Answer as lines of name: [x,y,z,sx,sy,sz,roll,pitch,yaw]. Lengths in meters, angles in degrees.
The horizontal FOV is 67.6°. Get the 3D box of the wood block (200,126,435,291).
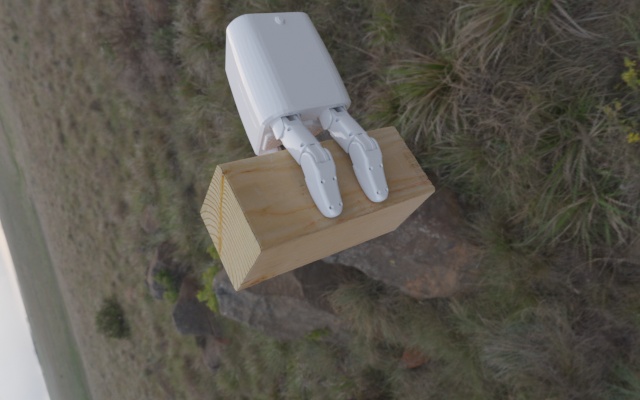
wood block: [0.000,0.001,0.479,0.206,0.090,0.091,-17,-22,-33]
